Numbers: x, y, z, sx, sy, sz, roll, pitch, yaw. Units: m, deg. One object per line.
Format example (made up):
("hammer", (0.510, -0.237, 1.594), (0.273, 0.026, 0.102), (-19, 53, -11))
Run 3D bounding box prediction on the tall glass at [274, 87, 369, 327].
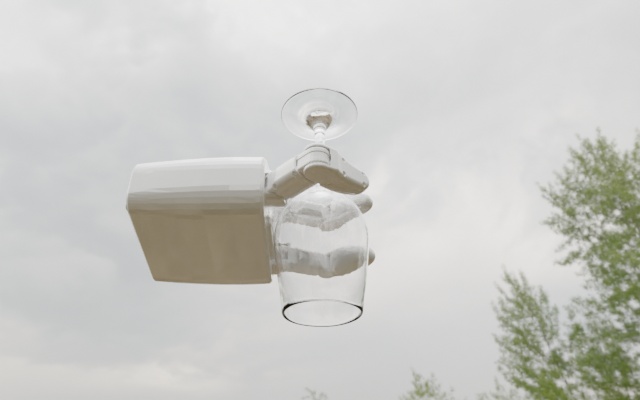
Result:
("tall glass", (0.000, 0.001, 0.411), (0.079, 0.201, 0.079), (-1, -32, -1))
